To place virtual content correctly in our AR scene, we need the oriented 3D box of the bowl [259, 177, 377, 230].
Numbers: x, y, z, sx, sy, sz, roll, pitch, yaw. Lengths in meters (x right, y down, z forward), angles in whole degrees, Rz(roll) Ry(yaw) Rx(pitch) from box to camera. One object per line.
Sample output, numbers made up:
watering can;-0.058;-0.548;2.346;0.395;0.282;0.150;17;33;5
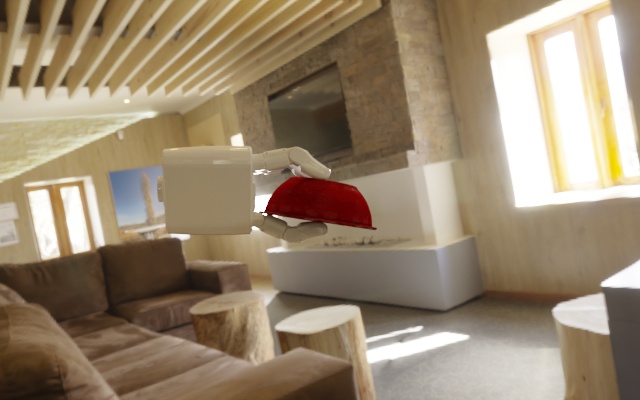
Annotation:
bowl;0.001;0.002;0.647;0.162;0.055;0.162;9;-2;0
